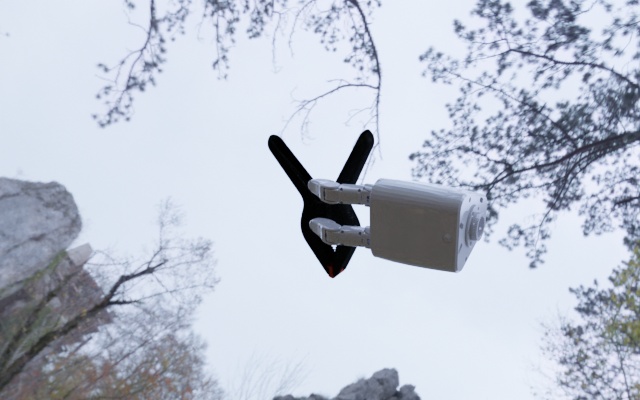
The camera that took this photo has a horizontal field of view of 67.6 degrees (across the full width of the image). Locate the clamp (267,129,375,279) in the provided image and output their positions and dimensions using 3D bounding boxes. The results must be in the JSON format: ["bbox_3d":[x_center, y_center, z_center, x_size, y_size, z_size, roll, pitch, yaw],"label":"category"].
[{"bbox_3d":[0.001,0.002,0.650,0.164,0.210,0.036,11,24,35],"label":"clamp"}]
